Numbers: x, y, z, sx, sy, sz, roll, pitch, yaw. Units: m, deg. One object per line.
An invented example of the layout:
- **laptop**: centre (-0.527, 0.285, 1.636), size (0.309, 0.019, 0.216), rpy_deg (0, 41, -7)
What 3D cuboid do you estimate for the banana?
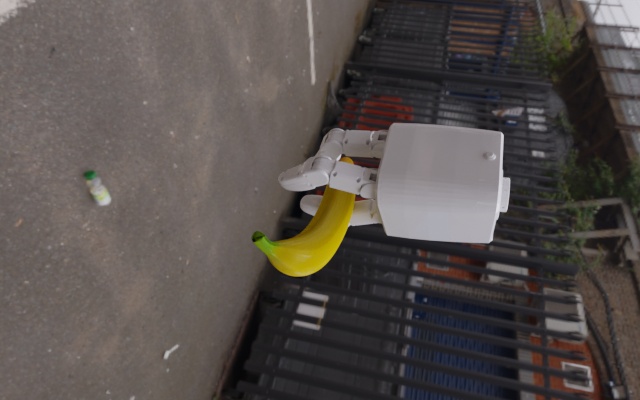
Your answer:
- **banana**: centre (0.001, 0.020, 0.471), size (0.037, 0.070, 0.197), rpy_deg (2, 25, 24)
